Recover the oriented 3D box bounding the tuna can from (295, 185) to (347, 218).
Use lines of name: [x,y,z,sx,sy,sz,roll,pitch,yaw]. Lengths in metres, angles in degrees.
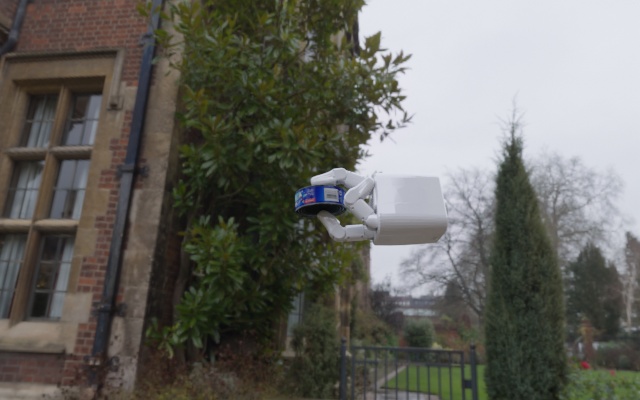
tuna can: [0.000,0.002,0.796,0.086,0.033,0.086,-3,-17,-1]
